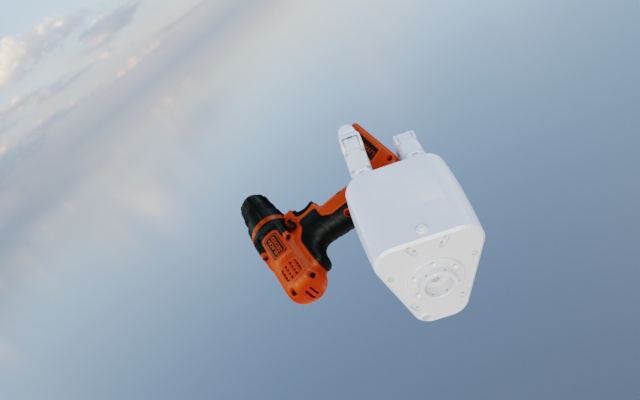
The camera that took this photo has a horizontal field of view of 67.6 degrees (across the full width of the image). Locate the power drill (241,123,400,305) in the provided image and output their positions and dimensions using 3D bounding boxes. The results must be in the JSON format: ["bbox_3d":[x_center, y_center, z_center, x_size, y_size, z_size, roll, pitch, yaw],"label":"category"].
[{"bbox_3d":[0.001,0.002,0.548,0.057,0.187,0.184,42,5,-44],"label":"power drill"}]
